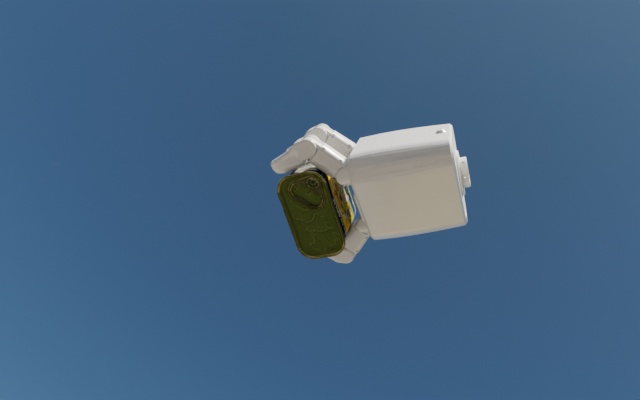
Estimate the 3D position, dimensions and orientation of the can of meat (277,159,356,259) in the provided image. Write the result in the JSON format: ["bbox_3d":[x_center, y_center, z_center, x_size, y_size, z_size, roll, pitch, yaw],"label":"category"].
[{"bbox_3d":[0.000,0.002,0.551,0.057,0.102,0.084,-12,19,20],"label":"can of meat"}]
